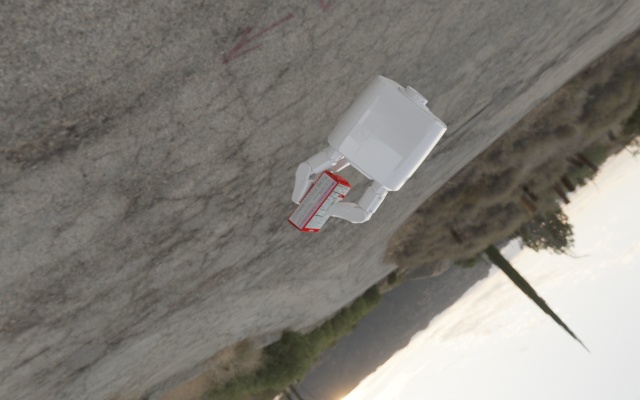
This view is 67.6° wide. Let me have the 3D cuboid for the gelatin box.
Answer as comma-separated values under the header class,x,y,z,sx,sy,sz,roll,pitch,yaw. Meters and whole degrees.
class,x,y,z,sx,sy,sz,roll,pitch,yaw
gelatin box,0.000,0.003,0.672,0.030,0.089,0.073,39,7,16
